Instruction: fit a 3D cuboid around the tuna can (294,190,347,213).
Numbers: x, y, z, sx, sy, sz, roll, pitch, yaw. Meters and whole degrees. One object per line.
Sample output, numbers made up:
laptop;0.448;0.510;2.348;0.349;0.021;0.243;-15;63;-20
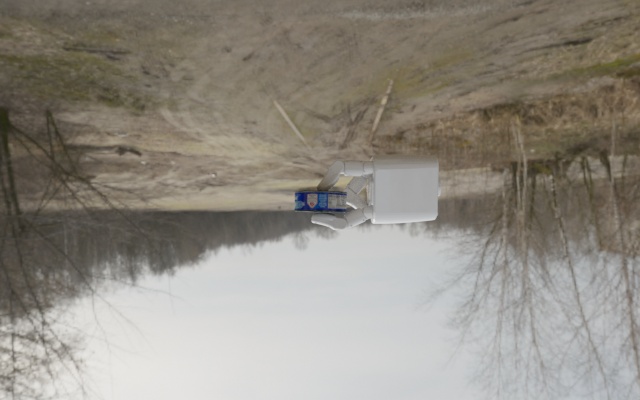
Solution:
tuna can;0.000;0.003;0.773;0.086;0.034;0.086;1;-2;0
